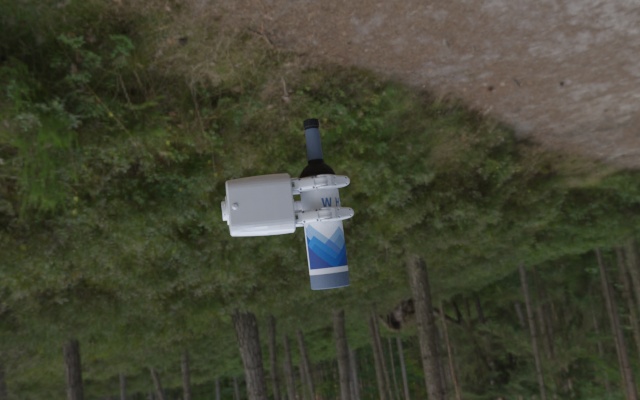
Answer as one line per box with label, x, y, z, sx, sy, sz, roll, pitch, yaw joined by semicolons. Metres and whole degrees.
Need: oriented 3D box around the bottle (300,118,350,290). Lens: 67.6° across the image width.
bottle;0.000;0.003;0.832;0.069;0.295;0.069;-7;-7;-1
